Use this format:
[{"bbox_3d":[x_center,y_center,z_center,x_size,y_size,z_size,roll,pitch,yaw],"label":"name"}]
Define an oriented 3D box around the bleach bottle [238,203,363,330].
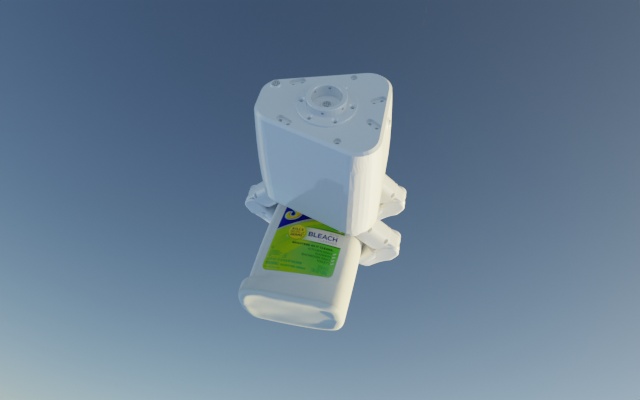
[{"bbox_3d":[0.000,0.002,0.500,0.102,0.250,0.068,8,-34,9],"label":"bleach bottle"}]
